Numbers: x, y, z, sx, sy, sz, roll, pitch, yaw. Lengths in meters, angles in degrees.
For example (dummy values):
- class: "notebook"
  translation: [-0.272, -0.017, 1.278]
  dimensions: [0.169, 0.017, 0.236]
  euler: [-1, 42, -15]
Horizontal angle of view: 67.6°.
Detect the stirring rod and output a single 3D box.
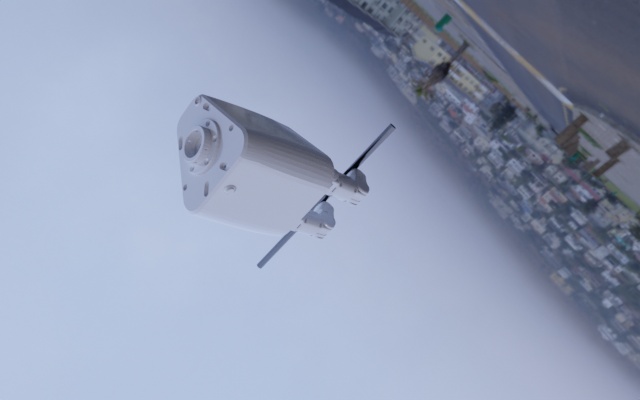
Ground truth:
- class: "stirring rod"
  translation: [0.000, 0.002, 0.550]
  dimensions: [0.239, 0.011, 0.011]
  euler: [-46, -22, 23]
